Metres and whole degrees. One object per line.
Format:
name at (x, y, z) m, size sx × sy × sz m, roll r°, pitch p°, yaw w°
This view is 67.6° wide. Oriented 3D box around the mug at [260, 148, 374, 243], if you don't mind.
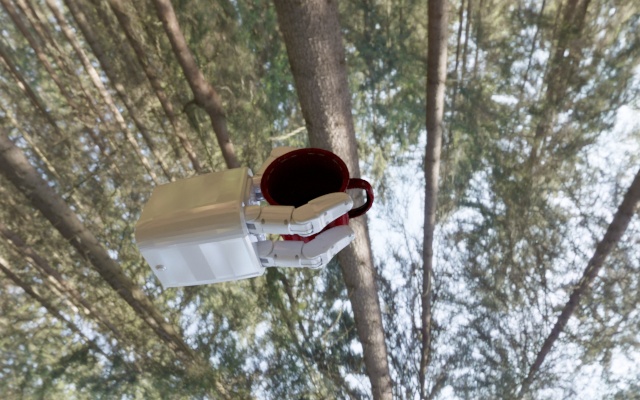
mug at (0.002, 0.002, 0.521) m, size 0.117 × 0.093 × 0.082 m, roll -8°, pitch -42°, yaw 2°
